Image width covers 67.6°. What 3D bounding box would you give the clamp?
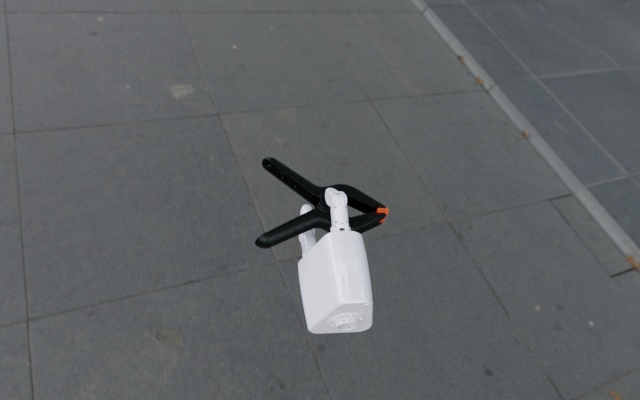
[{"bbox_3d":[0.001,0.002,0.742,0.210,0.164,0.036,2,-35,-15],"label":"clamp"}]
